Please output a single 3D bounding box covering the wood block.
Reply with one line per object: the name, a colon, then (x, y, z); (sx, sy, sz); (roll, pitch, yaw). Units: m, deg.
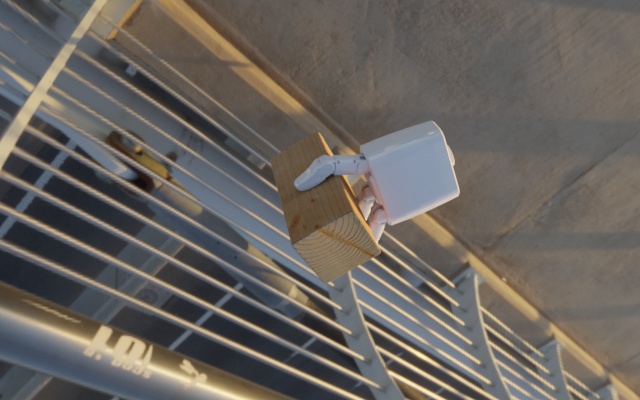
wood block: (0.000, 0.002, 0.683); (0.090, 0.091, 0.206); (-30, 37, 7)
